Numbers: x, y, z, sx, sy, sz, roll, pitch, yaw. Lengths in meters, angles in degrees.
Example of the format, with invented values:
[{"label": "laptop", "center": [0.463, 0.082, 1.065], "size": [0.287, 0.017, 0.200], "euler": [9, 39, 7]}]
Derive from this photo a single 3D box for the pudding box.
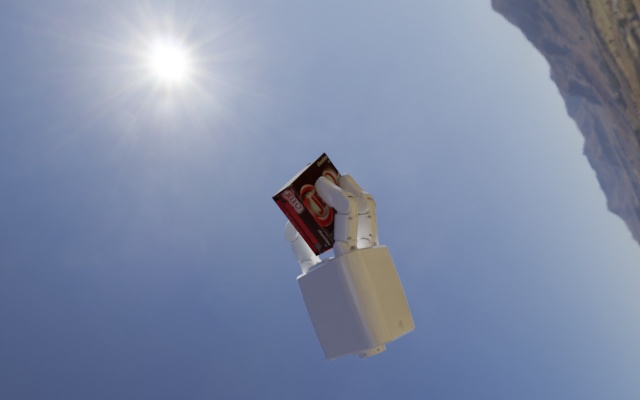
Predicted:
[{"label": "pudding box", "center": [0.000, 0.002, 0.590], "size": [0.039, 0.090, 0.113], "euler": [-30, 11, 30]}]
